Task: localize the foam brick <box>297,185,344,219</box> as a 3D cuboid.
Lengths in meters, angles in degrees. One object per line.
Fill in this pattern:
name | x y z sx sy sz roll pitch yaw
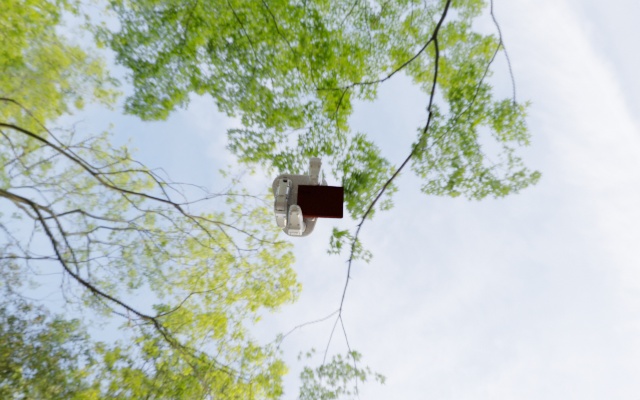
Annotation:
foam brick | 0.000 0.003 0.794 0.078 0.053 0.051 3 -5 2
